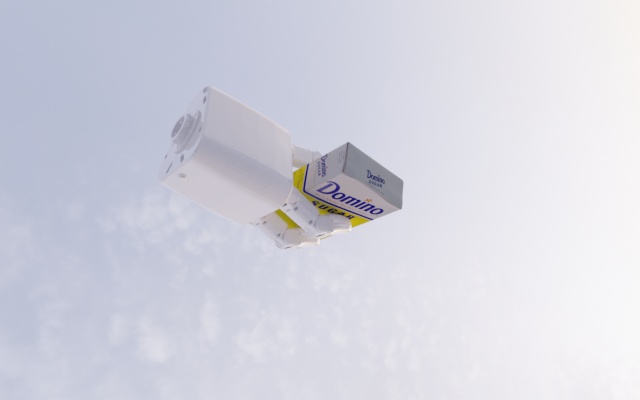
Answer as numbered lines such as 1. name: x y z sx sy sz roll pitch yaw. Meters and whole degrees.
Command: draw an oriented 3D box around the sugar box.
1. sugar box: 0.000 0.002 0.560 0.093 0.048 0.176 30 -35 -32
